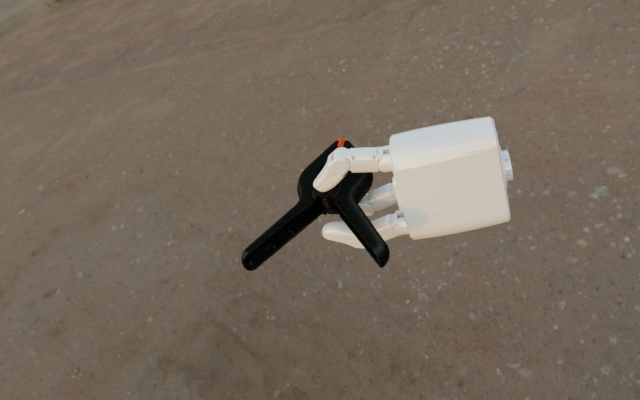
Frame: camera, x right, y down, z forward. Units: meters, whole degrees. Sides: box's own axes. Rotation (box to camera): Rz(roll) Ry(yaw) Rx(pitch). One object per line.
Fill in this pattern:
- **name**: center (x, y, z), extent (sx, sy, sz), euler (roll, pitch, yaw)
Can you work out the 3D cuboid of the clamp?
- **clamp**: center (0.000, 0.001, 0.559), extent (0.164, 0.036, 0.209), euler (-9, 41, 16)
